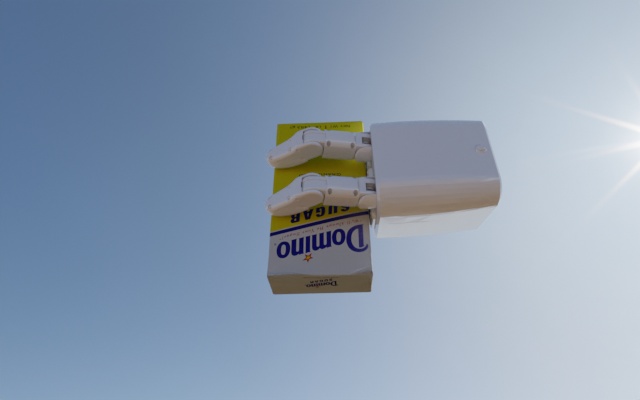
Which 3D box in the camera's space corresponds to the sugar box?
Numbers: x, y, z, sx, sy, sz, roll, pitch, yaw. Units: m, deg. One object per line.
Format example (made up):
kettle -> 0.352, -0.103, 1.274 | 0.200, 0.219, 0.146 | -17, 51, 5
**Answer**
sugar box -> 0.000, 0.001, 0.464 | 0.093, 0.176, 0.048 | -3, -36, 2
